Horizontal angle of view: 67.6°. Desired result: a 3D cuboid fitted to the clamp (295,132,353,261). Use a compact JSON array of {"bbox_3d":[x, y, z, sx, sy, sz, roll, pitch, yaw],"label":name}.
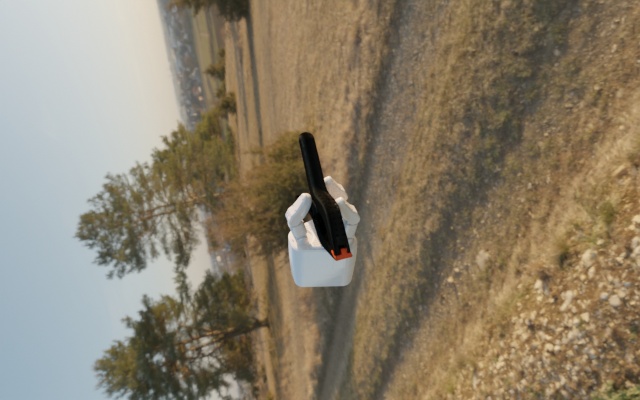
[{"bbox_3d":[0.000,0.003,0.766,0.036,0.165,0.209,-13,45,-15],"label":"clamp"}]
